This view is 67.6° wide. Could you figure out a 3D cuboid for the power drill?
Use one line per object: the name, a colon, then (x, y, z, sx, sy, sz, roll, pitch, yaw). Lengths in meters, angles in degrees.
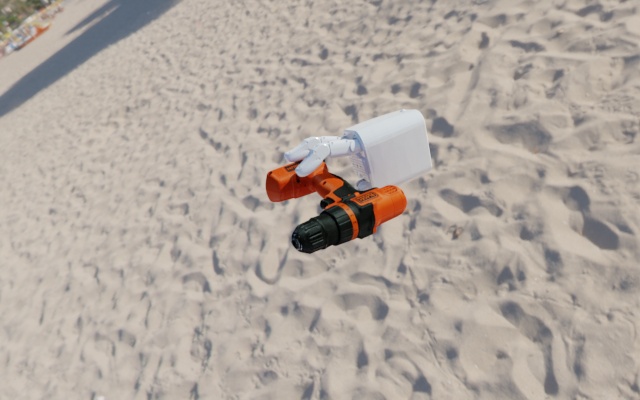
power drill: (0.000, 0.002, 0.685, 0.184, 0.057, 0.187, -20, 34, -32)
